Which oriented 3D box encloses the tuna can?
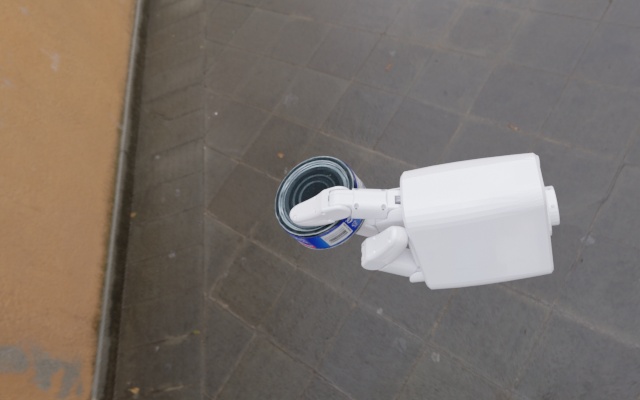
[{"bbox_3d":[0.000,0.001,0.454,0.086,0.086,0.034,0,-25,29],"label":"tuna can"}]
